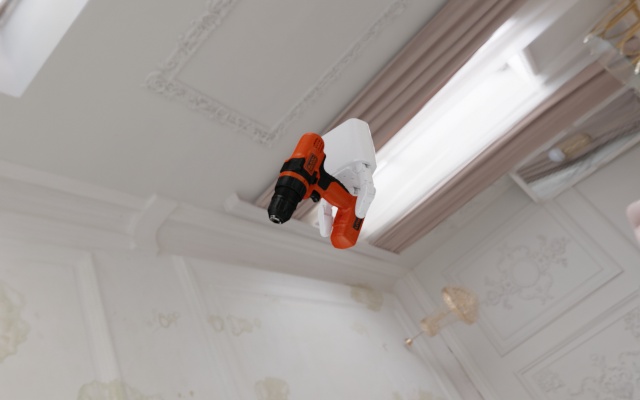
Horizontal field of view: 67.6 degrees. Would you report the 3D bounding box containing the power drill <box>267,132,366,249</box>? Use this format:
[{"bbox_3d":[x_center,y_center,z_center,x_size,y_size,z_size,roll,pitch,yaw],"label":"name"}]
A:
[{"bbox_3d":[0.000,0.003,0.825,0.057,0.184,0.188,-8,-43,41],"label":"power drill"}]
